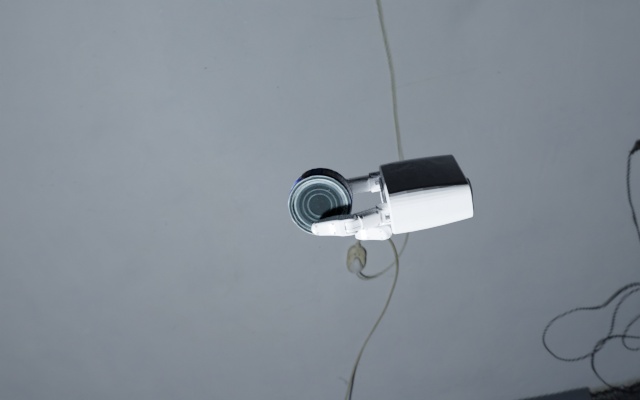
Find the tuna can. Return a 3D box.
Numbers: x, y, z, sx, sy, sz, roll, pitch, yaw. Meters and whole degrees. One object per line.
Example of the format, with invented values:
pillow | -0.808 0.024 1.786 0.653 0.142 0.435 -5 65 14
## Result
tuna can | 0.000 0.002 0.632 0.086 0.086 0.033 0 19 4
